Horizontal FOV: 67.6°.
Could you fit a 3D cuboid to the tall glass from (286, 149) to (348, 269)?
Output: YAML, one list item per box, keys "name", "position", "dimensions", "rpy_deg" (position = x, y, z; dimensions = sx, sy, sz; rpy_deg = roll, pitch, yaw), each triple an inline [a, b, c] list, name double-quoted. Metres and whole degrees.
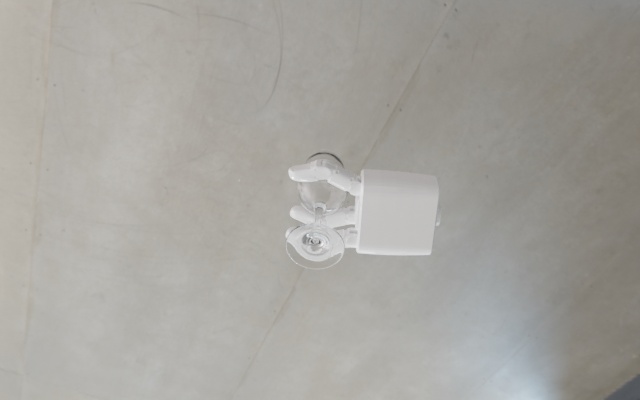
- name: "tall glass"
  position: [0.000, 0.003, 0.674]
  dimensions: [0.079, 0.079, 0.201]
  rpy_deg: [0, 34, 4]
